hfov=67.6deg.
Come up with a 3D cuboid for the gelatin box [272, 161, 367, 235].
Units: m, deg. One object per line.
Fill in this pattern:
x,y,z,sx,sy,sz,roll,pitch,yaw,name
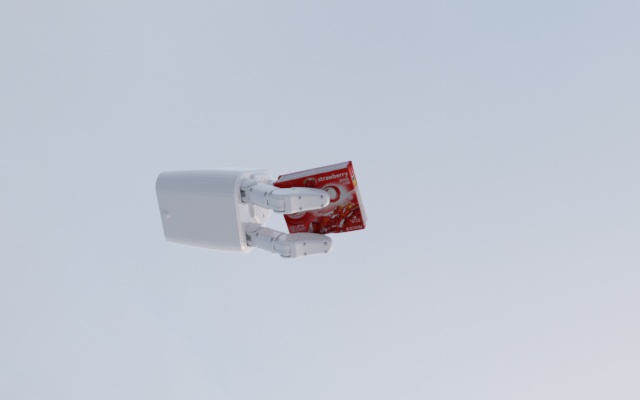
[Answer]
0.001,0.002,0.529,0.089,0.073,0.030,-11,20,16,gelatin box
